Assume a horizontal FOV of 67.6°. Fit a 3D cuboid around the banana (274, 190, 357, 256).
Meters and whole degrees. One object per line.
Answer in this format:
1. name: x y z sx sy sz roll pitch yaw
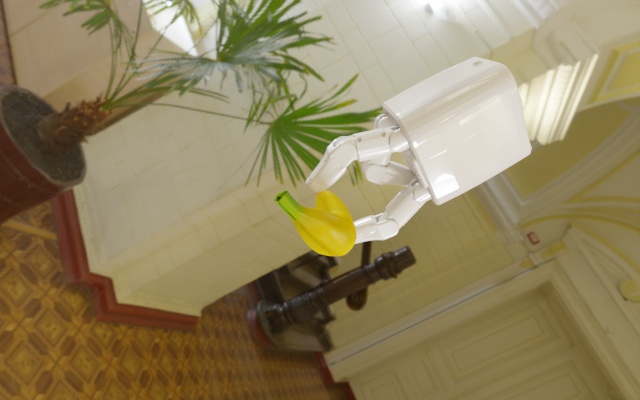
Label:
1. banana: 0.008 0.018 0.450 0.037 0.069 0.198 -28 -4 7
